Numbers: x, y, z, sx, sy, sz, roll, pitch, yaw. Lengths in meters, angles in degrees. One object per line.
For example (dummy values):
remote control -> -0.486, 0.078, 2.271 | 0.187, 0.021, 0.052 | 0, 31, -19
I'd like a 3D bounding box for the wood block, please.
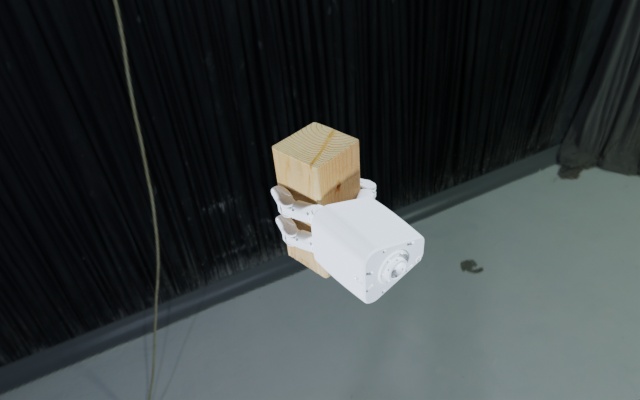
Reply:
wood block -> 0.001, 0.002, 0.720 | 0.090, 0.206, 0.090 | 27, 48, 35
